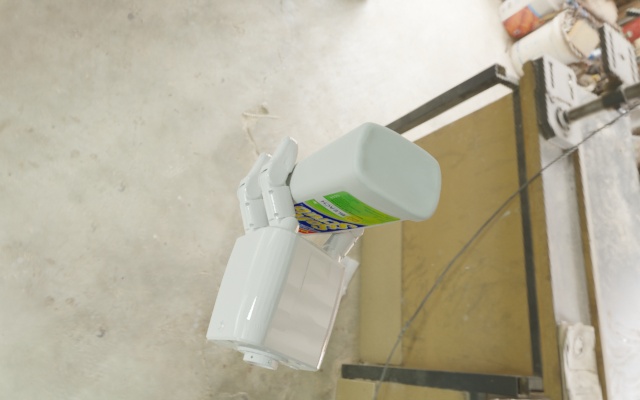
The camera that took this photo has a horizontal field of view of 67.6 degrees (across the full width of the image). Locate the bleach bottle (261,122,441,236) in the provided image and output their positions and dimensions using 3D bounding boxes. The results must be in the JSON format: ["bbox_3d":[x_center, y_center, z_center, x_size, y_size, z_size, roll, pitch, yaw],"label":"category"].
[{"bbox_3d":[0.000,0.002,0.504,0.102,0.068,0.251,27,-27,-25],"label":"bleach bottle"}]
